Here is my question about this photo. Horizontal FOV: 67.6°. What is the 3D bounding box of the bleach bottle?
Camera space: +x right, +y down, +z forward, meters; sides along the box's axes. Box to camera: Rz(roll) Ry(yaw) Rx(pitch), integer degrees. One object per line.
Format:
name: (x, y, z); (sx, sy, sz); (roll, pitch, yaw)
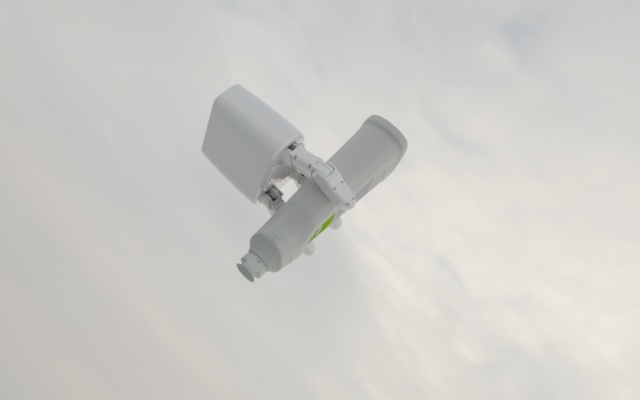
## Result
bleach bottle: (0.000, 0.002, 0.581); (0.250, 0.068, 0.103); (-42, -13, -28)
